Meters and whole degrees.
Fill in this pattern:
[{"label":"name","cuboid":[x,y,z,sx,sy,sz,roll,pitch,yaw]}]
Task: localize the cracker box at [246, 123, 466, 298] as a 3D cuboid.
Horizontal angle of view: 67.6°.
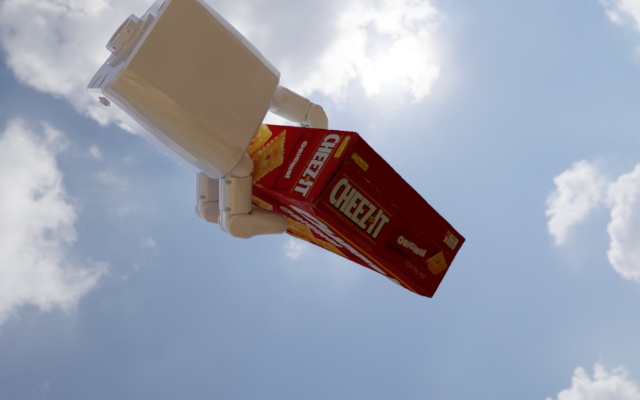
[{"label":"cracker box","cuboid":[0.000,0.001,0.453,0.164,0.072,0.213,38,-11,-35]}]
